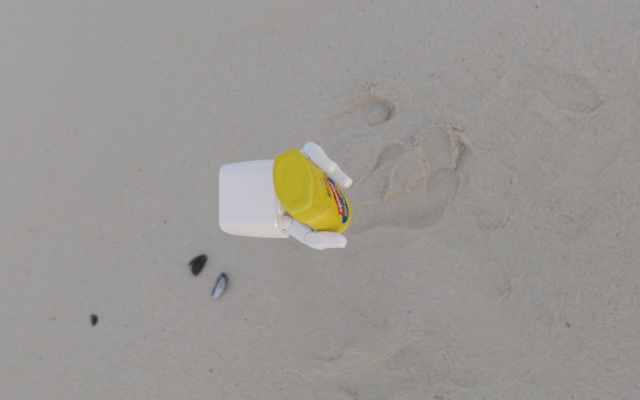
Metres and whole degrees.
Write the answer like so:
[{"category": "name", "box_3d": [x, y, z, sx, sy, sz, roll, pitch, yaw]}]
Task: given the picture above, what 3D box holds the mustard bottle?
[{"category": "mustard bottle", "box_3d": [0.000, 0.002, 0.698, 0.058, 0.096, 0.192, -26, -27, 14]}]
